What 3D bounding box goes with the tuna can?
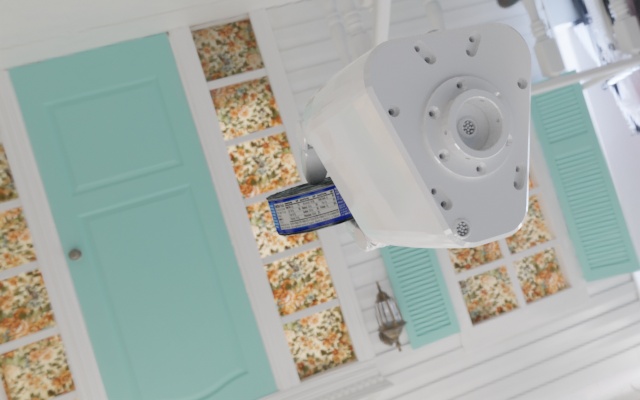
[{"bbox_3d":[0.000,0.002,0.401,0.086,0.034,0.086,-16,5,2],"label":"tuna can"}]
